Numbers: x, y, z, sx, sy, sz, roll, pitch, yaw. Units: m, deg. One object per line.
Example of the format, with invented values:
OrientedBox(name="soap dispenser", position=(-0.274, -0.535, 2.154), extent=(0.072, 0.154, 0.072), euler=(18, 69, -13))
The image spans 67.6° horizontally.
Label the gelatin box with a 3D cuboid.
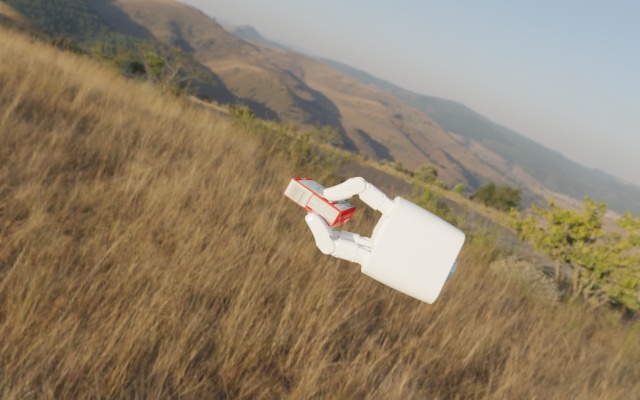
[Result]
OrientedBox(name="gelatin box", position=(0.000, 0.002, 0.691), extent=(0.089, 0.030, 0.073), euler=(35, 13, 14))
